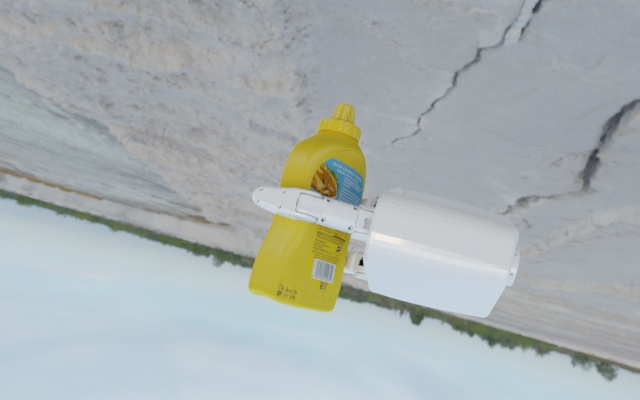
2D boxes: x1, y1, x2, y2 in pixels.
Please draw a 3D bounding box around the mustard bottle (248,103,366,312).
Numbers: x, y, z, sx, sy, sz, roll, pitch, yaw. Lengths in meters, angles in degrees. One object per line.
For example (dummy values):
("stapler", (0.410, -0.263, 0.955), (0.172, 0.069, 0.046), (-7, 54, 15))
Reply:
("mustard bottle", (0.000, 0.002, 0.440), (0.058, 0.191, 0.096), (8, -12, 39))
